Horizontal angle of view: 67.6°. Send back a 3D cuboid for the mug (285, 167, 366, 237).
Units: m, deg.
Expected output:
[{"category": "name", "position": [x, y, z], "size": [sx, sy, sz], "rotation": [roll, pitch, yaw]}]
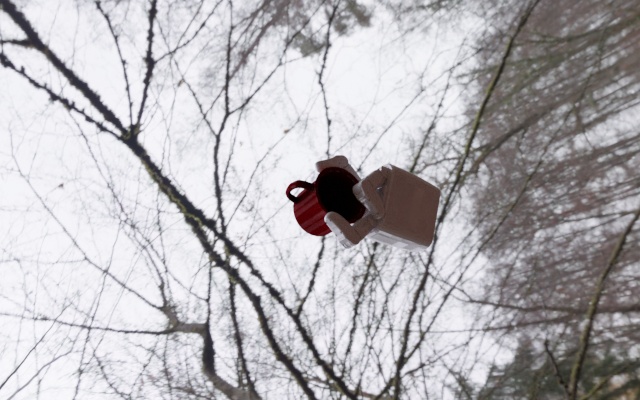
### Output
[{"category": "mug", "position": [-0.001, 0.002, 0.733], "size": [0.117, 0.093, 0.081], "rotation": [21, -33, -26]}]
